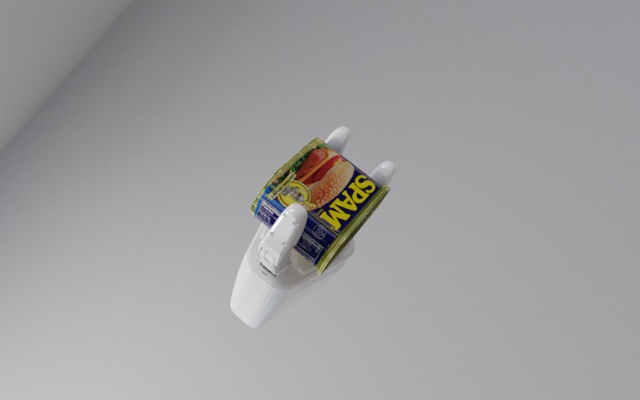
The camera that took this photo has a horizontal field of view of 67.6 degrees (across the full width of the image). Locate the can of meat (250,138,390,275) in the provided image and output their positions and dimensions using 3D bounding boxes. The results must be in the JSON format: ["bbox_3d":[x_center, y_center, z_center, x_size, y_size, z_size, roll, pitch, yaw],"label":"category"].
[{"bbox_3d":[0.000,0.001,0.431,0.102,0.084,0.057,-45,-11,-38],"label":"can of meat"}]
